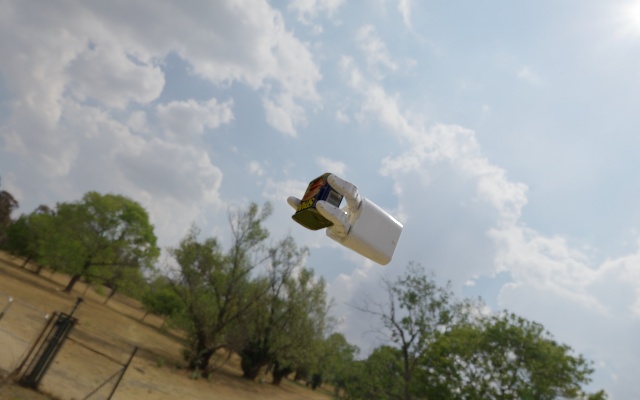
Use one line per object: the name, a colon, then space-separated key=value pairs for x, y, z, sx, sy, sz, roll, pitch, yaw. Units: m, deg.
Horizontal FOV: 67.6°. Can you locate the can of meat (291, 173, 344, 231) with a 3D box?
can of meat: x=0.000 y=0.003 z=0.892 sx=0.057 sy=0.084 sz=0.102 roll=32 pitch=-23 yaw=-18
